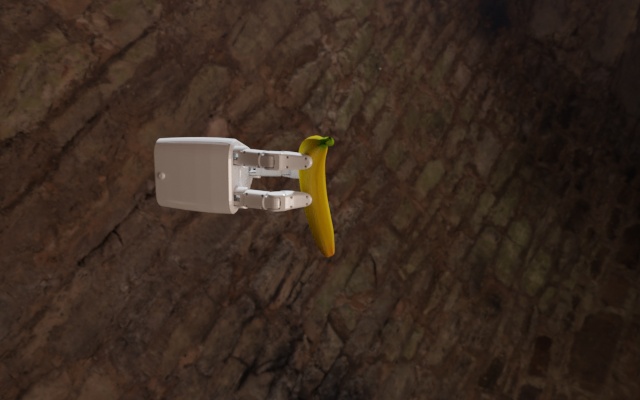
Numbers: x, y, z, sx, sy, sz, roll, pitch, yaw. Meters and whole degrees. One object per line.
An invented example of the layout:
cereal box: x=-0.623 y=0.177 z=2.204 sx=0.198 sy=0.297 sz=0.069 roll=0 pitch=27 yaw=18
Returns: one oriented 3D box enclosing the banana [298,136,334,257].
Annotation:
banana: x=-0.005 y=-0.011 z=0.647 sx=0.037 sy=0.198 sz=0.069 roll=-13 pitch=39 yaw=-11
